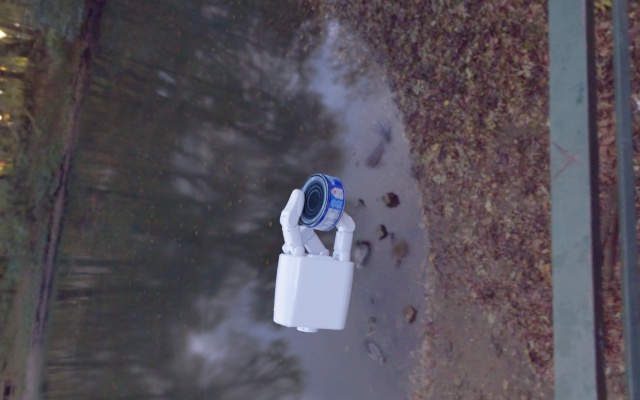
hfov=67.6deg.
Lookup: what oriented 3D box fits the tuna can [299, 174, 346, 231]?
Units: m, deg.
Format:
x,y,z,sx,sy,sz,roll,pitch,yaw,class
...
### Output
x,y,z,sx,sy,sz,roll,pitch,yaw,class
0.000,0.002,0.733,0.034,0.086,0.086,14,-8,-33,tuna can
